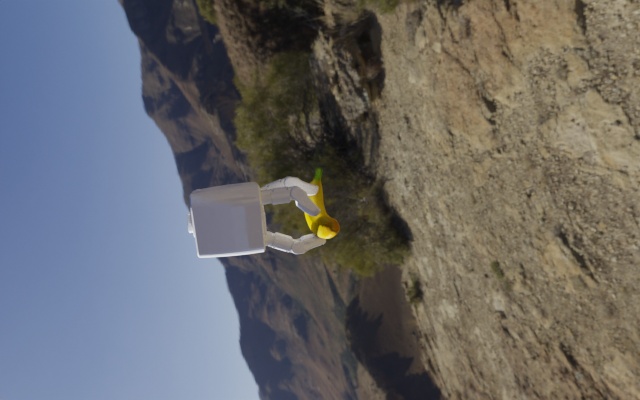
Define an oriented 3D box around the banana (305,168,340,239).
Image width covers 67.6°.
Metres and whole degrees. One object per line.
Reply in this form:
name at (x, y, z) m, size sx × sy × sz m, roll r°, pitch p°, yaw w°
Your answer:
banana at (-0.003, 0.017, 0.802) m, size 0.037 × 0.070 × 0.197 m, roll 2°, pitch 31°, yaw -12°
